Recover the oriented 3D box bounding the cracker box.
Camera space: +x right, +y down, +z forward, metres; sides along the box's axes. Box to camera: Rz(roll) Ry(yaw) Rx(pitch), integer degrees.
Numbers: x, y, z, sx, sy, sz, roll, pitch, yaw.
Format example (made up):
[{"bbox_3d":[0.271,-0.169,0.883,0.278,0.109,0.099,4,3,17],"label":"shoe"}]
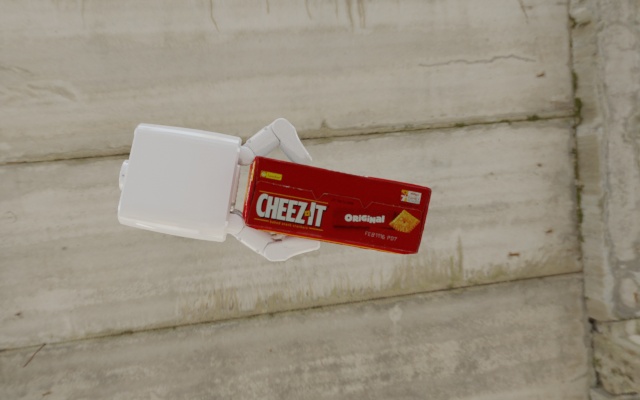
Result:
[{"bbox_3d":[0.000,0.002,0.524,0.164,0.072,0.213,10,2,-10],"label":"cracker box"}]
